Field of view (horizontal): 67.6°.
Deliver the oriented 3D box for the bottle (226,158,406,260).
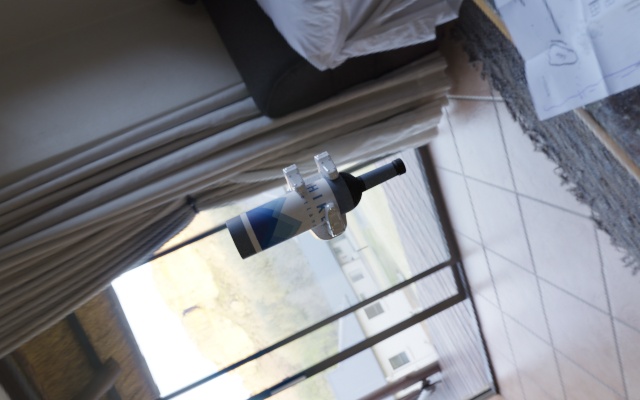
[{"bbox_3d":[0.000,0.003,0.755,0.295,0.069,0.069,-24,3,-8],"label":"bottle"}]
